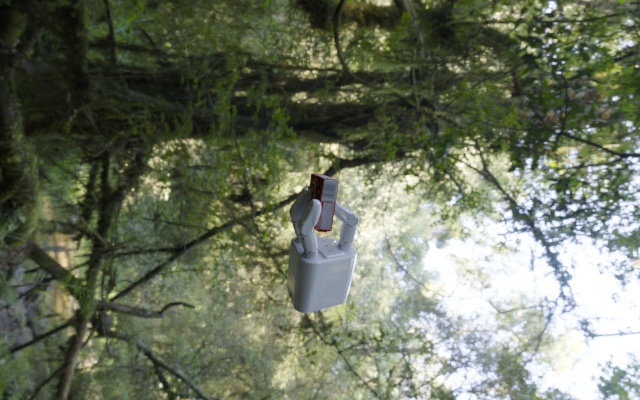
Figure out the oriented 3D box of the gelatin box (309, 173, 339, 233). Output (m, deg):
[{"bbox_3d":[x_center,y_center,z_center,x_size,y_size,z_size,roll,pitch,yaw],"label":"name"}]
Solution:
[{"bbox_3d":[0.001,0.002,0.807,0.030,0.089,0.073,6,8,-19],"label":"gelatin box"}]
